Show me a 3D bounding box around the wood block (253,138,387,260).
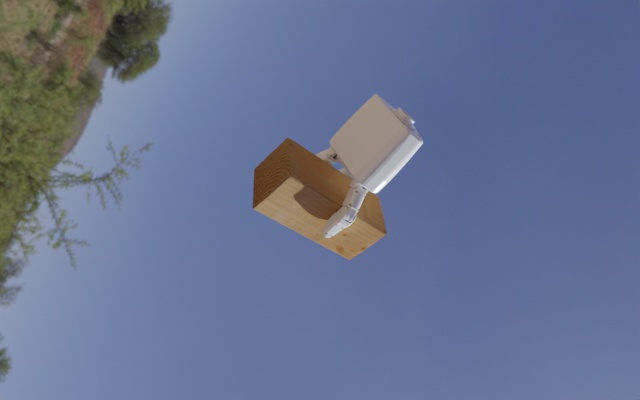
[{"bbox_3d":[0.001,0.003,0.768,0.206,0.090,0.090,31,-55,-31],"label":"wood block"}]
